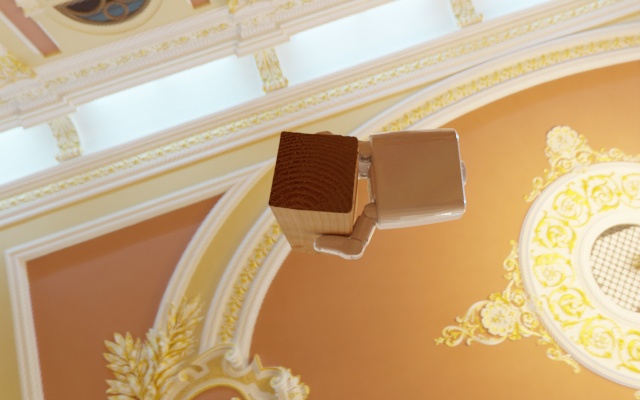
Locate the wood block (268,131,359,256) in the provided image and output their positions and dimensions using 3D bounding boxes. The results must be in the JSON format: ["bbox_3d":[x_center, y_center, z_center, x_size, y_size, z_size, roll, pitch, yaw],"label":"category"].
[{"bbox_3d":[0.000,0.002,0.605,0.090,0.090,0.206,5,-19,6],"label":"wood block"}]
